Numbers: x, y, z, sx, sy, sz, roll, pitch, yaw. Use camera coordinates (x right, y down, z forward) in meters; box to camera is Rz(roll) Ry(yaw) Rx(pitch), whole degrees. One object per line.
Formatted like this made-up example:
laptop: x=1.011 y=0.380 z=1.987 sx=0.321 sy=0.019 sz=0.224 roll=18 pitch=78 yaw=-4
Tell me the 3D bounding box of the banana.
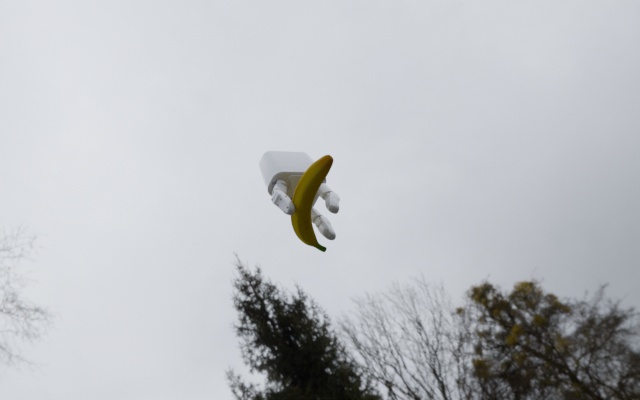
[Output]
banana: x=-0.018 y=0.006 z=0.856 sx=0.069 sy=0.198 sz=0.037 roll=-2 pitch=31 yaw=-10
